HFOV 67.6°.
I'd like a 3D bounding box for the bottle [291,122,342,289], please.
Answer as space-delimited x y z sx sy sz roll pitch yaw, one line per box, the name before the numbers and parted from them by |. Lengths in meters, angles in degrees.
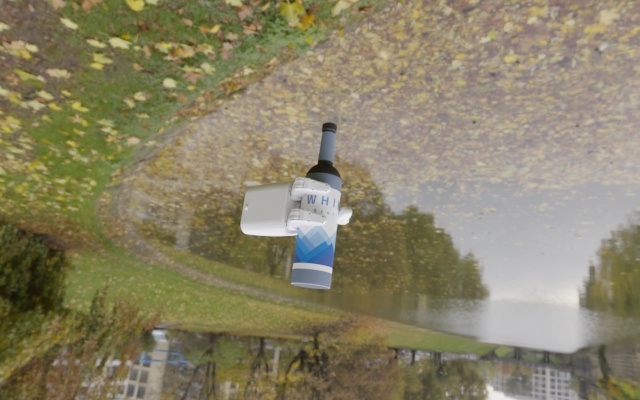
bottle | 0.000 0.003 0.838 0.069 0.295 0.069 6 -15 2
